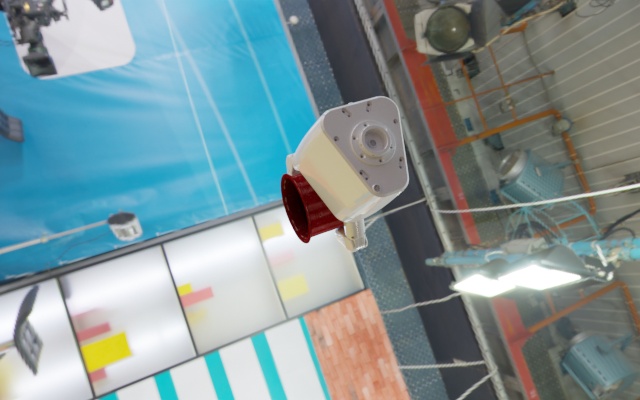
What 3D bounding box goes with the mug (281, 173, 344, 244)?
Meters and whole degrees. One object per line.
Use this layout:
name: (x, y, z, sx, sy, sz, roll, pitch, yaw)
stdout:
mug: (0.000, 0.002, 0.630, 0.081, 0.093, 0.117, -18, -9, -19)
